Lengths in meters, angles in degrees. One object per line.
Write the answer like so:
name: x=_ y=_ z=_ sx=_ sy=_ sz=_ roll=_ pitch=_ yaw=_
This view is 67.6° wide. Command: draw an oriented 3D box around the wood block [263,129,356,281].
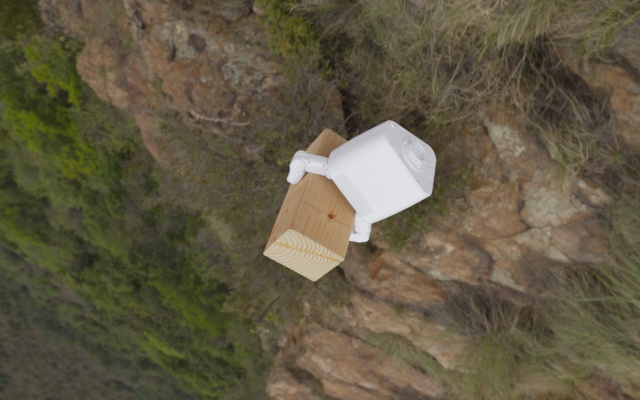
wood block: x=0.000 y=0.002 z=0.727 sx=0.091 sy=0.206 sz=0.090 roll=31 pitch=-41 yaw=-14
